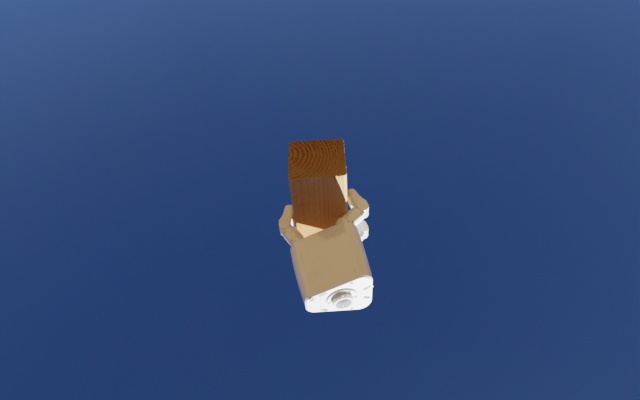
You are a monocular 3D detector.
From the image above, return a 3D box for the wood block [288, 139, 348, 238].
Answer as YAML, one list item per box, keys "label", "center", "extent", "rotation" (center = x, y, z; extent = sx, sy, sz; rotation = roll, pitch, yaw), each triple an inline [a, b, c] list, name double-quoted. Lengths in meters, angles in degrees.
- label: "wood block"
  center: [0.000, 0.003, 0.821]
  extent: [0.091, 0.090, 0.206]
  rotation: [-3, -43, 1]
